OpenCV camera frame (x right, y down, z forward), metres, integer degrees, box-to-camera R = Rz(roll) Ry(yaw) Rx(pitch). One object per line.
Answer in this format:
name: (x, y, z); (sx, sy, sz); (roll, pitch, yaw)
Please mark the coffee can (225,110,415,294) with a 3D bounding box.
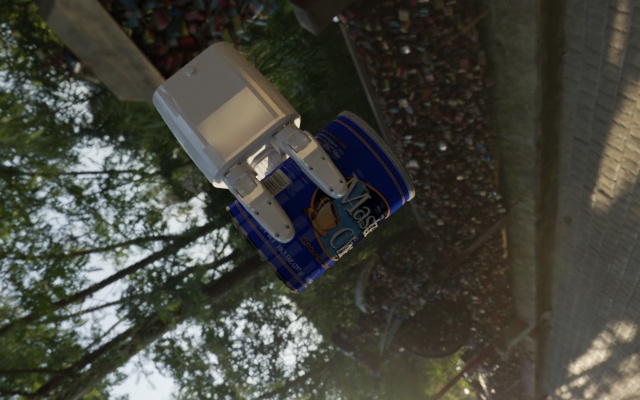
coffee can: (0.000, 0.001, 0.438); (0.140, 0.103, 0.103); (-40, 4, -4)
